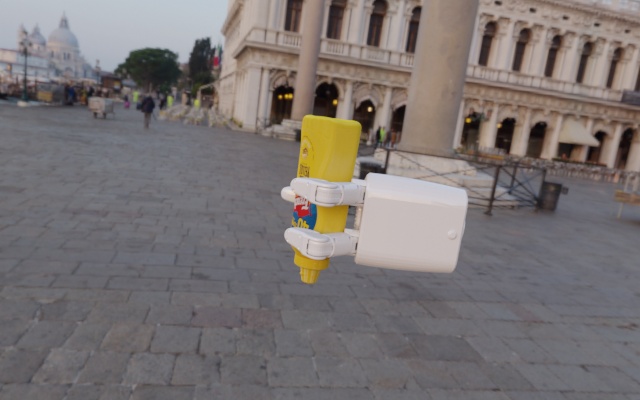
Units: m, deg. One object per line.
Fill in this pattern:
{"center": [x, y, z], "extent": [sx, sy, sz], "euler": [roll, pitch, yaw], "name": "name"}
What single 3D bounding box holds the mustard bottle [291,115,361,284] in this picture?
{"center": [0.000, 0.001, 0.546], "extent": [0.058, 0.191, 0.096], "euler": [3, 11, -23], "name": "mustard bottle"}
